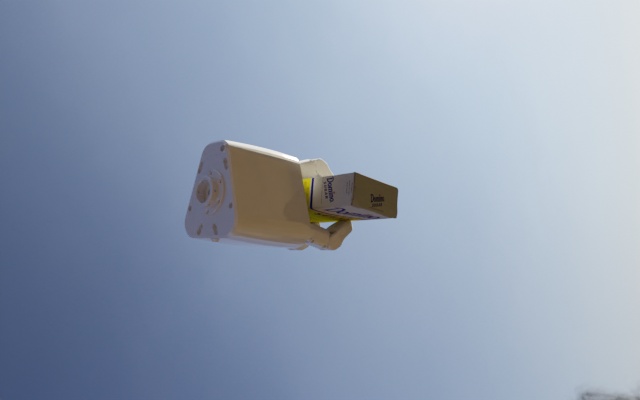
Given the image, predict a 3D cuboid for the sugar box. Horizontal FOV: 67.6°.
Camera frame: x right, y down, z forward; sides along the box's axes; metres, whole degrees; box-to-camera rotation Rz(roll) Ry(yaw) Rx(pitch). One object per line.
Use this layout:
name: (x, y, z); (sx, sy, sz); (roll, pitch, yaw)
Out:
sugar box: (0.000, 0.003, 0.609); (0.176, 0.048, 0.093); (-3, -12, 42)
